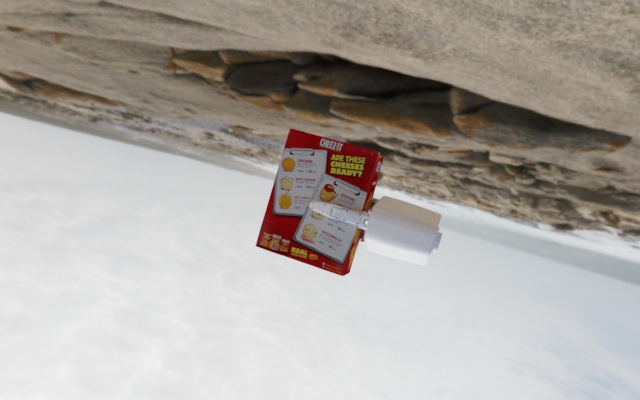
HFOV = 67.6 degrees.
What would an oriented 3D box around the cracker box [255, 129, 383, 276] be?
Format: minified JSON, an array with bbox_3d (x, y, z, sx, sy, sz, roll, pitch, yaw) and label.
[{"bbox_3d":[0.000,0.003,0.825,0.164,0.213,0.072,17,1,14],"label":"cracker box"}]
